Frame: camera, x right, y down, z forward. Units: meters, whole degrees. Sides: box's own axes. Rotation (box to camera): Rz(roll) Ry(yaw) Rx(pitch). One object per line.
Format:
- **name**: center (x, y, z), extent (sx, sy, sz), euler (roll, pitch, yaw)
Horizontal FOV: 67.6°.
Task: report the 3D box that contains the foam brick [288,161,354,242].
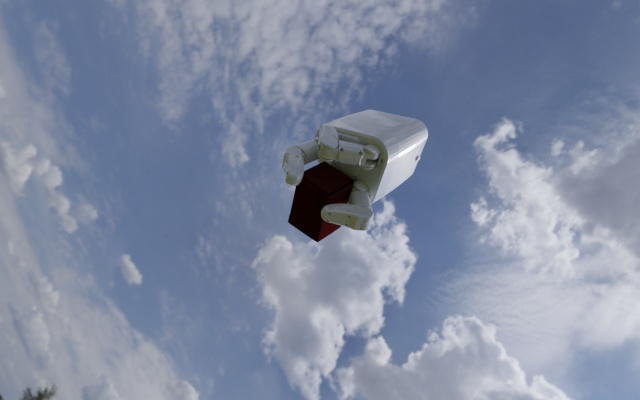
- **foam brick**: center (0.000, 0.002, 0.598), extent (0.053, 0.078, 0.051), euler (35, 41, 24)
